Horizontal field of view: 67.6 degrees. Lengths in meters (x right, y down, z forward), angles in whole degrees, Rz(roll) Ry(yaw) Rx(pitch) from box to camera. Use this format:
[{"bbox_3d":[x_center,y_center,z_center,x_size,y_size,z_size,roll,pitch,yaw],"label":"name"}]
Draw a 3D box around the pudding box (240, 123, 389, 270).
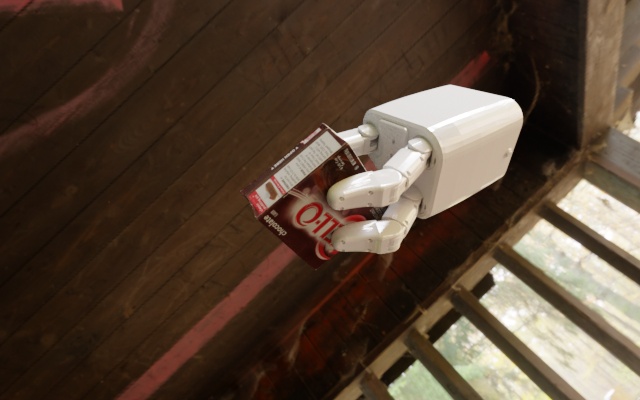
[{"bbox_3d":[0.000,0.001,0.405,0.039,0.090,0.113,50,0,40],"label":"pudding box"}]
